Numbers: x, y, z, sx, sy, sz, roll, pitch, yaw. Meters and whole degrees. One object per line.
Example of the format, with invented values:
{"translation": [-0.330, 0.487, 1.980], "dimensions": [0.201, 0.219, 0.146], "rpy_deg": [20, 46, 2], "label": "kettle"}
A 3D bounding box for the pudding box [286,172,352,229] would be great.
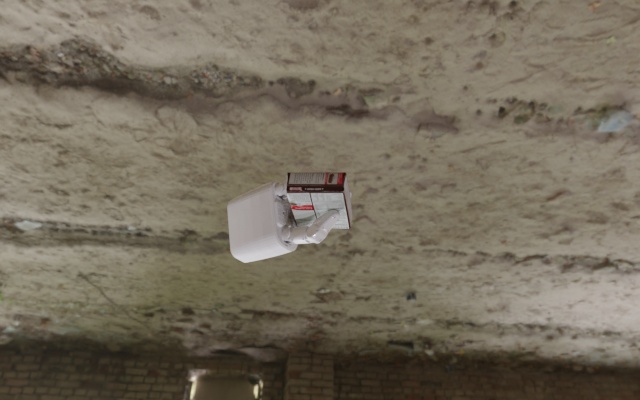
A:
{"translation": [0.000, 0.003, 0.737], "dimensions": [0.090, 0.039, 0.114], "rpy_deg": [0, -31, 9], "label": "pudding box"}
